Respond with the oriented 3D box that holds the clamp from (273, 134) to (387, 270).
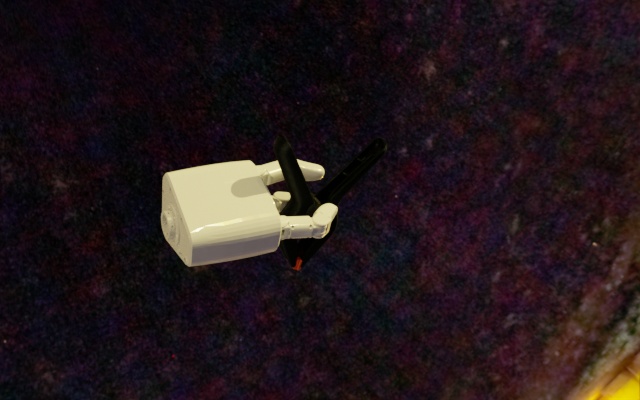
[{"bbox_3d":[0.000,0.003,0.628,0.164,0.210,0.036,-9,40,-31],"label":"clamp"}]
